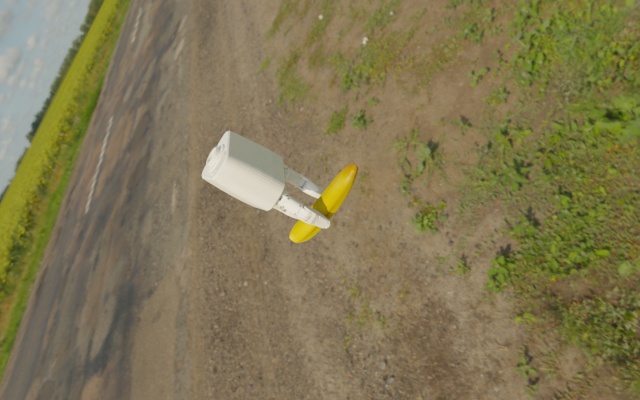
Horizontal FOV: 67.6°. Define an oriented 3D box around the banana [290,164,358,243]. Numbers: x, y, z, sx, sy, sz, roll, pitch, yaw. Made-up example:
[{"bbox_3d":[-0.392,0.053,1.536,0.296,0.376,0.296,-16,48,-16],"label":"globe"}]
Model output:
[{"bbox_3d":[-0.002,0.017,0.826,0.037,0.069,0.198,30,-56,-20],"label":"banana"}]
